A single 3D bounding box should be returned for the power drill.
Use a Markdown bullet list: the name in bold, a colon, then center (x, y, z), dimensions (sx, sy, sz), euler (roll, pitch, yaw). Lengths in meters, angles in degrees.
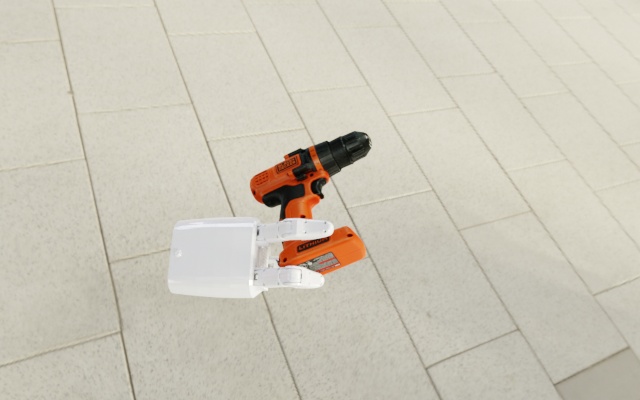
- **power drill**: center (0.000, 0.002, 0.631), dimensions (0.184, 0.187, 0.057), euler (-25, -43, 11)
